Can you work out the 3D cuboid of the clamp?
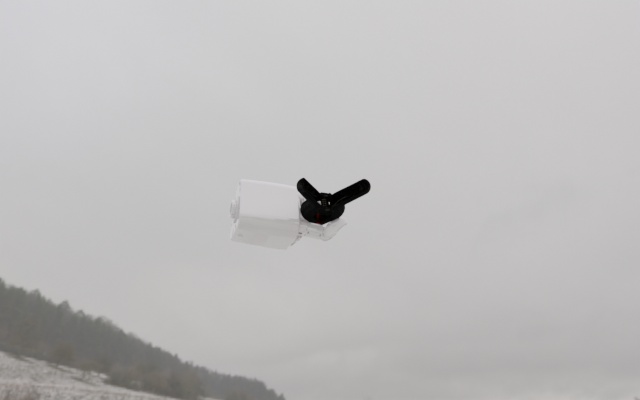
[{"bbox_3d":[0.000,0.002,0.820,0.120,0.039,0.171,10,-28,-17],"label":"clamp"}]
